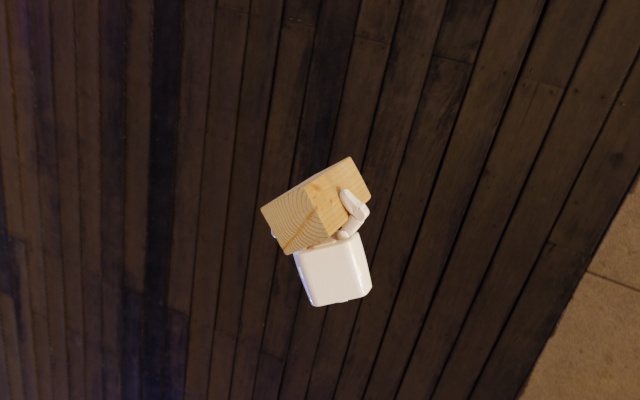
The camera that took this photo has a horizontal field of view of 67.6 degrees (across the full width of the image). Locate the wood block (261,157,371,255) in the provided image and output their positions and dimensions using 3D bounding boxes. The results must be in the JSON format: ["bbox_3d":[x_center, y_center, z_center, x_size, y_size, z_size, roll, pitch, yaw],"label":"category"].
[{"bbox_3d":[0.001,0.003,0.826,0.091,0.090,0.206,-25,6,29],"label":"wood block"}]
